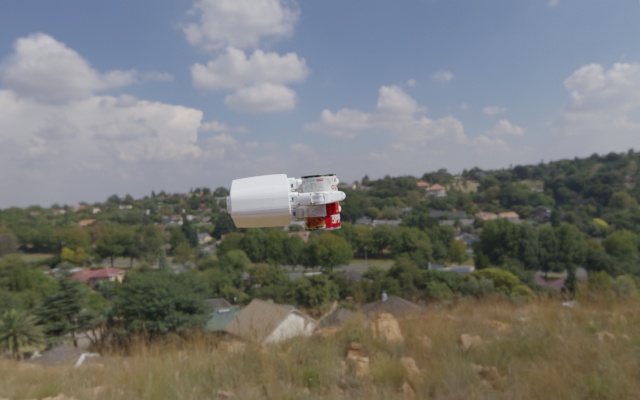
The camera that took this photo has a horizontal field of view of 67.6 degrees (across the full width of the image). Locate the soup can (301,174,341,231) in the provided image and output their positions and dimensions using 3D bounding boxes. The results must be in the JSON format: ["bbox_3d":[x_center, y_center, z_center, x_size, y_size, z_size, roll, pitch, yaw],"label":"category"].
[{"bbox_3d":[0.001,0.003,0.896,0.068,0.102,0.068,-5,2,0],"label":"soup can"}]
